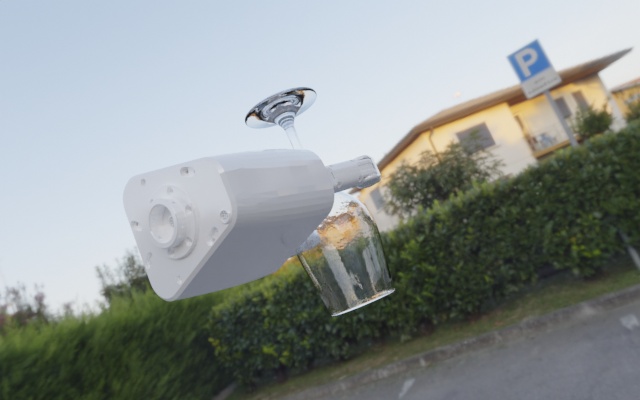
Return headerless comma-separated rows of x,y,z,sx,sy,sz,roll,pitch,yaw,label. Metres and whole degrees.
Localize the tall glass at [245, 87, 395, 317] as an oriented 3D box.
0.000,0.001,0.442,0.079,0.201,0.079,-23,-9,-4,tall glass
